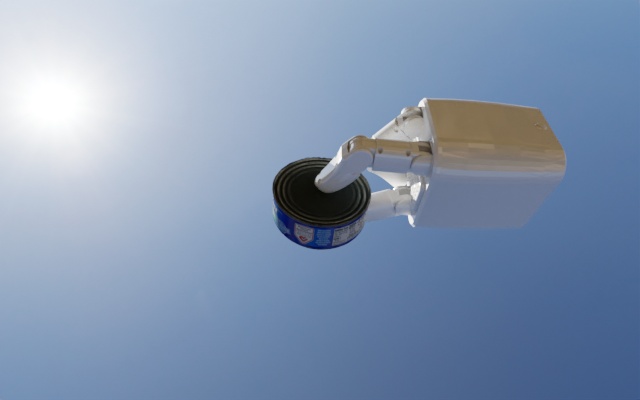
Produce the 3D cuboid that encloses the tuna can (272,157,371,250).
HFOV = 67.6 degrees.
[{"bbox_3d":[0.000,0.002,0.423,0.086,0.086,0.034,3,-45,-3],"label":"tuna can"}]
